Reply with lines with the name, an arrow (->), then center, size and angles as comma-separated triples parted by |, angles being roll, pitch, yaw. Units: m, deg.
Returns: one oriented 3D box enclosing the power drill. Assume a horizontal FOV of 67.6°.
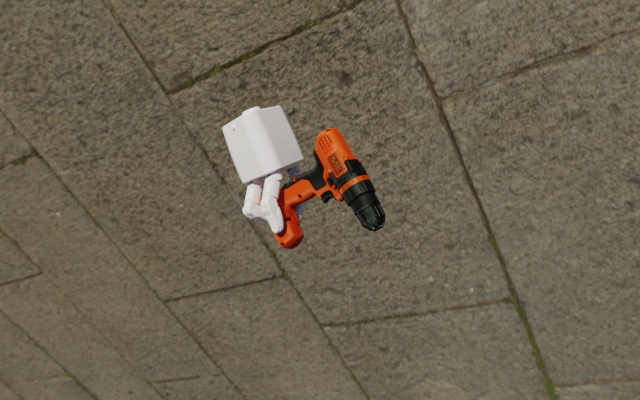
power drill -> 0.000, 0.003, 0.783 | 0.188, 0.184, 0.057 | -36, -22, 24
